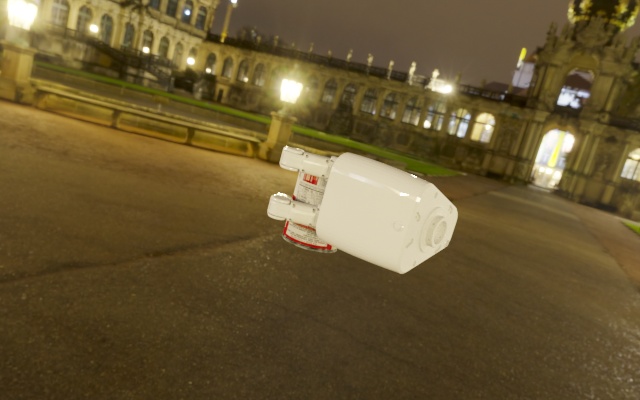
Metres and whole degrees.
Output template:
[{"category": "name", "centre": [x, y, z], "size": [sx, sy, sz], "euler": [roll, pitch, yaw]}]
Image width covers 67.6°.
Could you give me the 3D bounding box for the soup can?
[{"category": "soup can", "centre": [0.000, 0.001, 0.560], "size": [0.068, 0.102, 0.068], "euler": [15, 10, -3]}]
